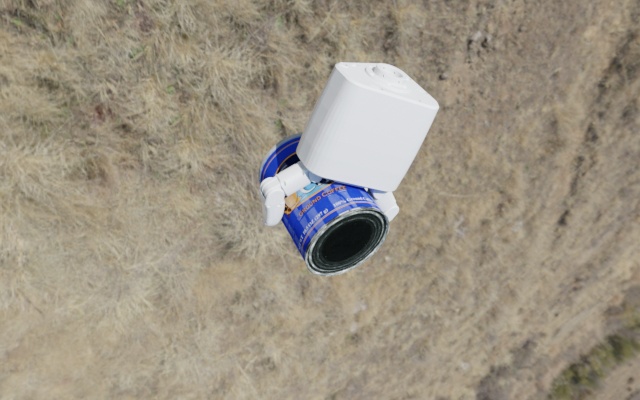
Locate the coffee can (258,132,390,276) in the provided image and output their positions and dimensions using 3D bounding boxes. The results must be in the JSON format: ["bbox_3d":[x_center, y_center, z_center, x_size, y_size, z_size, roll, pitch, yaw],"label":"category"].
[{"bbox_3d":[0.000,0.002,0.555,0.103,0.103,0.140,0,40,-35],"label":"coffee can"}]
